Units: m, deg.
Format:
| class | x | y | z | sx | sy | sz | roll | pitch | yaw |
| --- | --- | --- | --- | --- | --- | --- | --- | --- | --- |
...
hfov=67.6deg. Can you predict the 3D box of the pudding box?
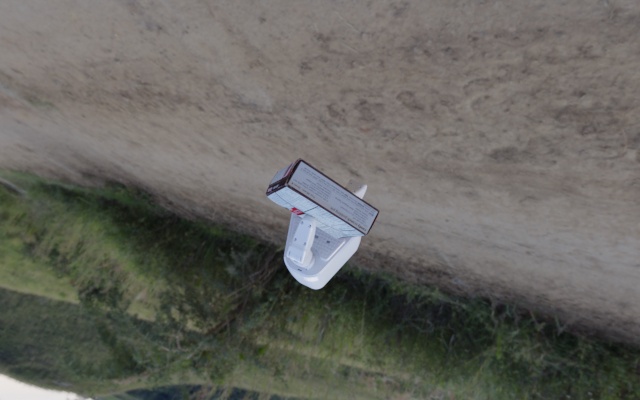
| class | x | y | z | sx | sy | sz | roll | pitch | yaw |
| --- | --- | --- | --- | --- | --- | --- | --- | --- | --- |
| pudding box | 0.000 | 0.002 | 0.557 | 0.113 | 0.039 | 0.090 | 31 | -17 | -15 |
